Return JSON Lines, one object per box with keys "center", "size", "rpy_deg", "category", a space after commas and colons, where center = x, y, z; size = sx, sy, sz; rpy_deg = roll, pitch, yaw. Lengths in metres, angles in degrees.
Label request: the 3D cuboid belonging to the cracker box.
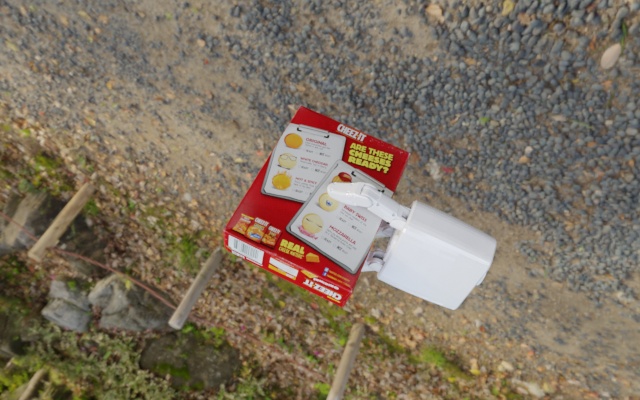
{"center": [0.000, 0.002, 0.609], "size": [0.164, 0.213, 0.072], "rpy_deg": [25, -30, 4], "category": "cracker box"}
